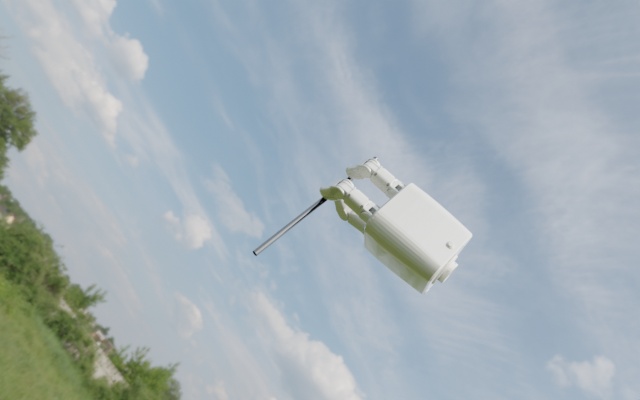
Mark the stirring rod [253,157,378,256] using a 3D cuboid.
[{"bbox_3d":[0.000,0.002,0.660,0.239,0.011,0.011,-38,20,-29],"label":"stirring rod"}]
